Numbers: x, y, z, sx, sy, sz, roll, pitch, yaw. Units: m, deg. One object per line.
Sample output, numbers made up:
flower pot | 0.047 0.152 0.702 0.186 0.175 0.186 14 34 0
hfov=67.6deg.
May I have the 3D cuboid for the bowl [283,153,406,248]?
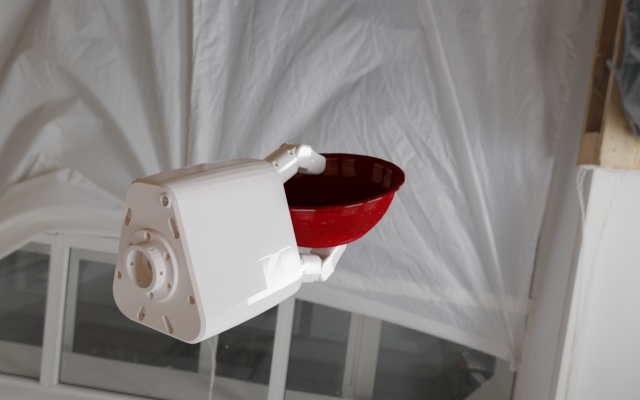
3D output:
bowl | 0.001 0.002 0.462 0.162 0.055 0.162 -3 22 1
